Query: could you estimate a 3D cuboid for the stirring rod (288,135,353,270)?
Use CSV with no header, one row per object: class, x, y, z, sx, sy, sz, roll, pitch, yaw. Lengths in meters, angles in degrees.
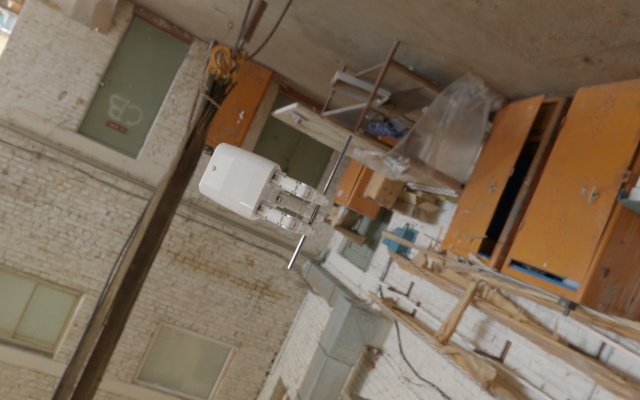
stirring rod,0.000,0.002,0.784,0.011,0.239,0.011,25,-1,0
